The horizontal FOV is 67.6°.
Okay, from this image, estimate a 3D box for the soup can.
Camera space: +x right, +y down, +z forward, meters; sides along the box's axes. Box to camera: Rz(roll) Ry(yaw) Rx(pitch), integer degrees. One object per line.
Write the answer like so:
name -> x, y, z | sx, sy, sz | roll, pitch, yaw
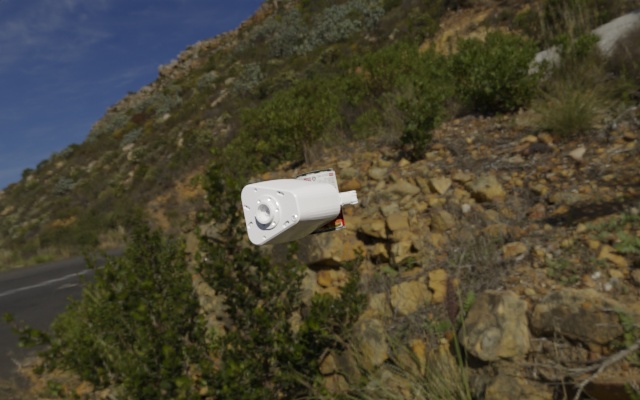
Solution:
soup can -> 0.000, 0.002, 0.811 | 0.068, 0.102, 0.068 | -11, -2, 0
